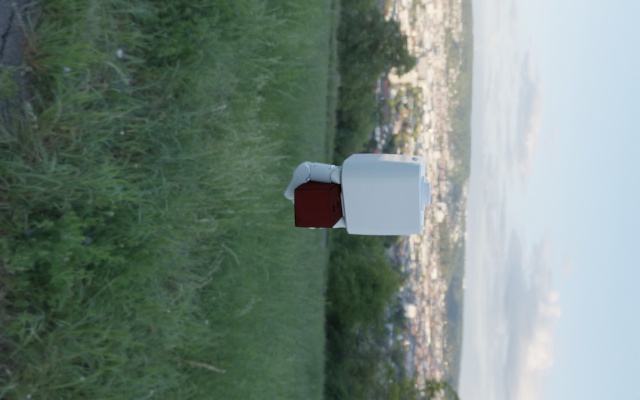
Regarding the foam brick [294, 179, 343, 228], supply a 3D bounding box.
[{"bbox_3d":[0.000,0.002,0.653,0.051,0.053,0.078,2,14,16],"label":"foam brick"}]
